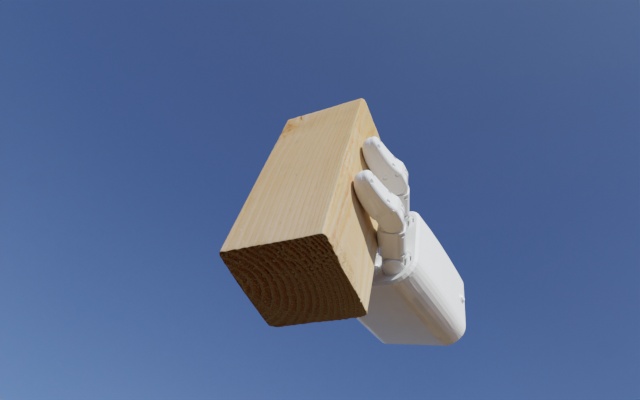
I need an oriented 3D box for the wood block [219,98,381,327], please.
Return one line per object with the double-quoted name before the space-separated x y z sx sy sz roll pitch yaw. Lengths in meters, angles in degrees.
"wood block" 0.000 0.002 0.437 0.091 0.090 0.206 -13 33 23
